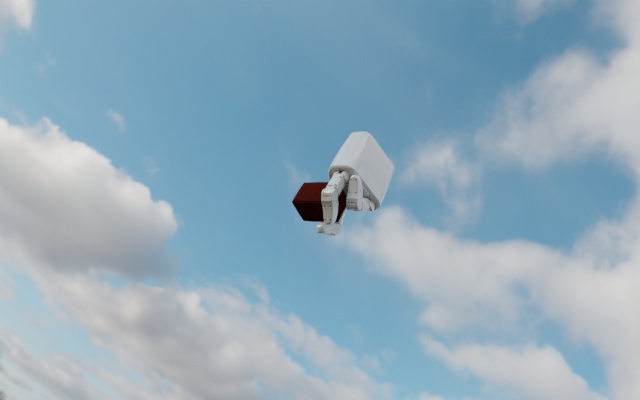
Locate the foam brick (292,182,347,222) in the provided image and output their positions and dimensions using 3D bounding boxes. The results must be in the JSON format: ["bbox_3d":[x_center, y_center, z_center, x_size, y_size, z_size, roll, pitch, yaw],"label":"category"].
[{"bbox_3d":[0.000,0.003,0.857,0.078,0.051,0.053,1,-44,31],"label":"foam brick"}]
